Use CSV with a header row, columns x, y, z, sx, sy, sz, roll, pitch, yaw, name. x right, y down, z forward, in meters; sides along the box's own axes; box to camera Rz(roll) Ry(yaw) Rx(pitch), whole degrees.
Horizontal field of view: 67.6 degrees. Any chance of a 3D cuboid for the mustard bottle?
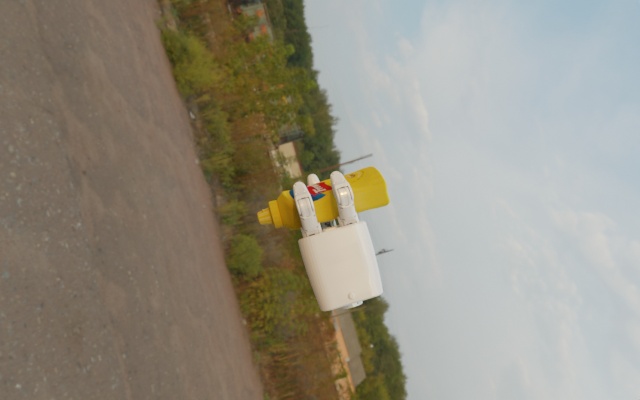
x,y,z,sx,sy,sz,roll,pitch,yaw,name
0.000,0.002,0.715,0.191,0.058,0.096,-16,20,-4,mustard bottle
